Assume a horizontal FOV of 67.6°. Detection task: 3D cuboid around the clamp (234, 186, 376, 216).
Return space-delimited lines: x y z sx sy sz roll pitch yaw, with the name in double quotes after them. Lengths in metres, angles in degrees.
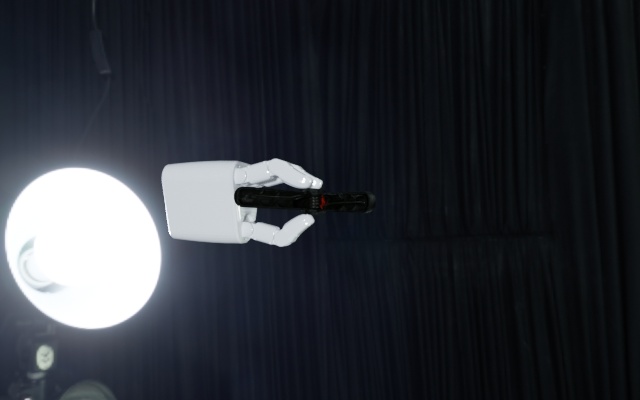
0.000 0.003 0.632 0.164 0.036 0.210 3 -1 14 "clamp"
